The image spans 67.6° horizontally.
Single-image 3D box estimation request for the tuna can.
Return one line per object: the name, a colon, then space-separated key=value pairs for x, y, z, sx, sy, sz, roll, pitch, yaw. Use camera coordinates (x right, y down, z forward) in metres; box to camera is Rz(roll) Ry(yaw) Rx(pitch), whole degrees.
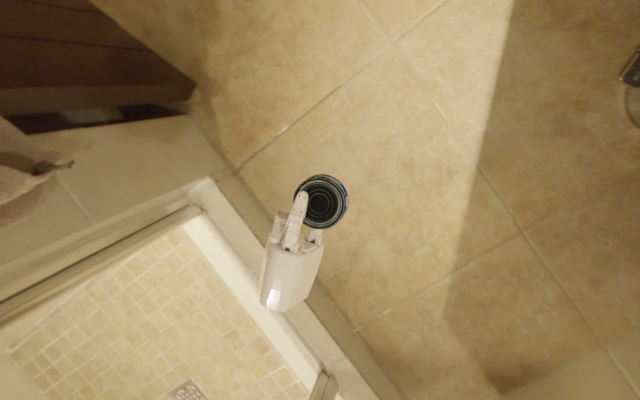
tuna can: x=0.000 y=0.002 z=0.755 sx=0.086 sy=0.086 sz=0.033 roll=0 pitch=9 yaw=11
